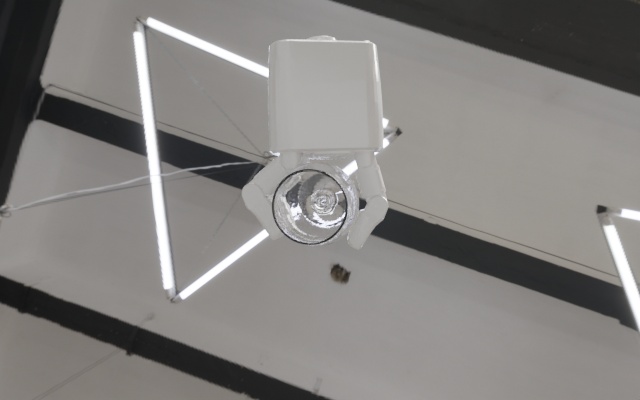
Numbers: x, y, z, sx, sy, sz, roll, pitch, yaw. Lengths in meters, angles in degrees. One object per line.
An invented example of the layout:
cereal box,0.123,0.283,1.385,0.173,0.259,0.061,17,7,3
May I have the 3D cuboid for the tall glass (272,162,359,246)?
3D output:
tall glass,0.000,0.002,0.481,0.079,0.079,0.201,0,2,5
